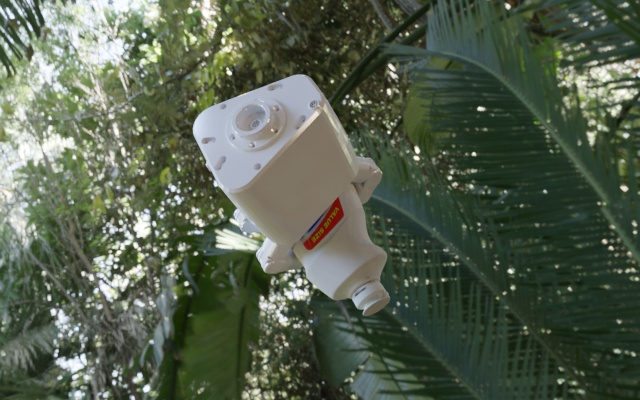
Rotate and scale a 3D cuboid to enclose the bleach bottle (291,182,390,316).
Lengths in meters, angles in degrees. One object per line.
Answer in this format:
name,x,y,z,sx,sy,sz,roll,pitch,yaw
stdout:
bleach bottle,0.000,0.002,0.497,0.102,0.250,0.068,-33,-31,0
